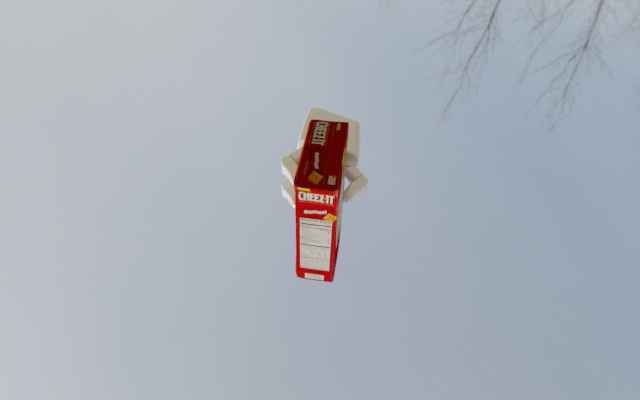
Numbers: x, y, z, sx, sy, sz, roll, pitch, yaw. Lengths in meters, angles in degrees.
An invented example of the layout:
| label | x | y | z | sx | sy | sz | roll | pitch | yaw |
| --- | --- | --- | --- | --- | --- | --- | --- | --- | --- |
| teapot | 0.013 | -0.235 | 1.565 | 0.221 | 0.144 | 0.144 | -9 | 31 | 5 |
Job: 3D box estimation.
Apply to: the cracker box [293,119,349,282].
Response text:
| label | x | y | z | sx | sy | sz | roll | pitch | yaw |
| --- | --- | --- | --- | --- | --- | --- | --- | --- | --- |
| cracker box | 0.000 | 0.003 | 0.779 | 0.072 | 0.214 | 0.164 | 6 | 44 | 4 |
